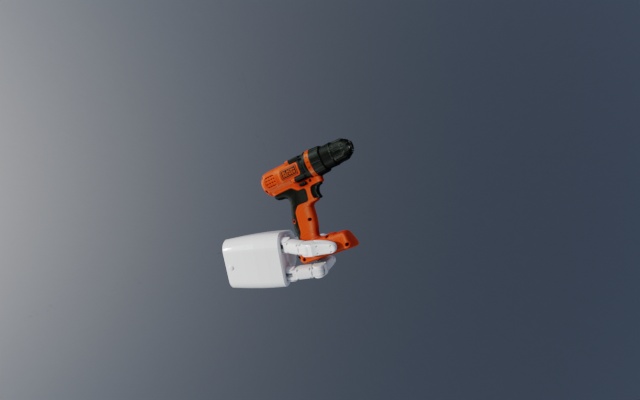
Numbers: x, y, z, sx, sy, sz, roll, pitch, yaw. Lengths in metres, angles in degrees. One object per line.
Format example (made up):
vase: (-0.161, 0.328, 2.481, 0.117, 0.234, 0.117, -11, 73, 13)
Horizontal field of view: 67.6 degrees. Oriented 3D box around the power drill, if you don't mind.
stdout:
power drill: (0.000, 0.003, 0.835, 0.184, 0.187, 0.057, -24, -10, 25)
